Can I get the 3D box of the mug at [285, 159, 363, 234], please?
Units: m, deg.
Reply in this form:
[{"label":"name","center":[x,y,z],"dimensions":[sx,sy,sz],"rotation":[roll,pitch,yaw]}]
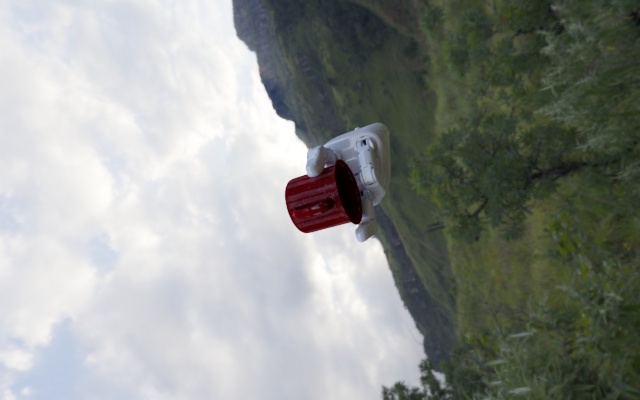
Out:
[{"label":"mug","center":[0.000,0.003,0.652],"dimensions":[0.081,0.093,0.117],"rotation":[-16,12,22]}]
